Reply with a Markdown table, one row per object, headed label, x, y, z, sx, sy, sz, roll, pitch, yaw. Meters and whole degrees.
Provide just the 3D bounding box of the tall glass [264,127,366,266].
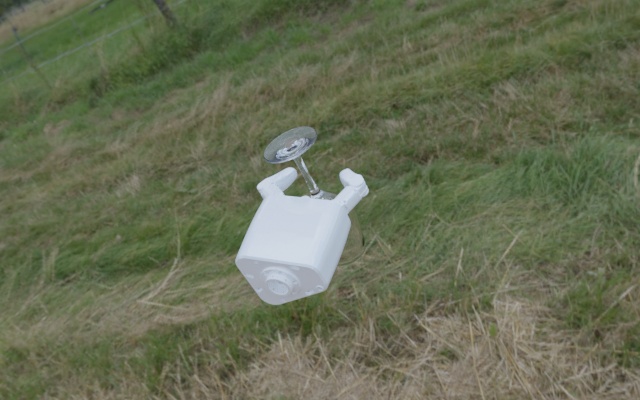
| label | x | y | z | sx | sy | sz | roll | pitch | yaw |
| --- | --- | --- | --- | --- | --- | --- | --- | --- | --- |
| tall glass | 0.000 | 0.002 | 0.657 | 0.079 | 0.201 | 0.079 | -19 | 35 | 14 |
